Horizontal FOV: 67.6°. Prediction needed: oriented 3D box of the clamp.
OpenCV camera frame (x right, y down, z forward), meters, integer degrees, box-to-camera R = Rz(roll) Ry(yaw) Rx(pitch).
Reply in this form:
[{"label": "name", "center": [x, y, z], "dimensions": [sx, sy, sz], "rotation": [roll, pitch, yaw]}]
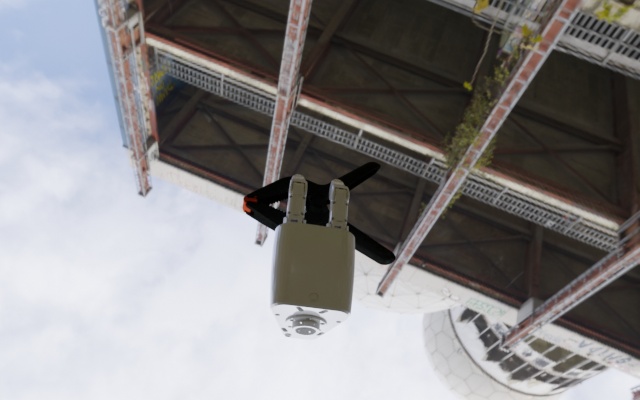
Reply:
[{"label": "clamp", "center": [-0.001, 0.003, 0.664], "dimensions": [0.210, 0.164, 0.036], "rotation": [9, -35, -7]}]
